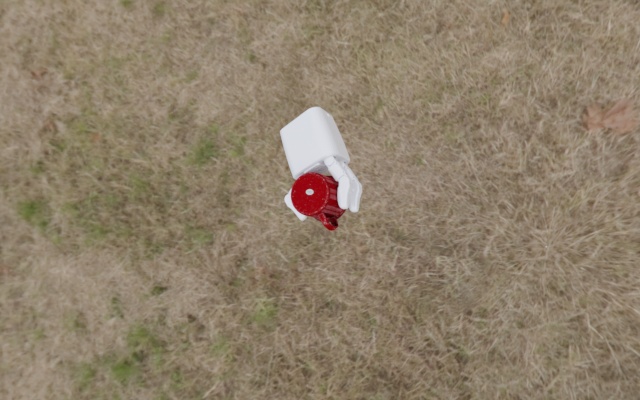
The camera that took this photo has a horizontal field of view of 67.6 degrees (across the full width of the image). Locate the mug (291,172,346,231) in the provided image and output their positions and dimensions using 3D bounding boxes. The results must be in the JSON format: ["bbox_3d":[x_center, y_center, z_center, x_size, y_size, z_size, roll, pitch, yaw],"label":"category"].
[{"bbox_3d":[0.000,0.004,0.898,0.093,0.117,0.081,-26,-17,21],"label":"mug"}]
